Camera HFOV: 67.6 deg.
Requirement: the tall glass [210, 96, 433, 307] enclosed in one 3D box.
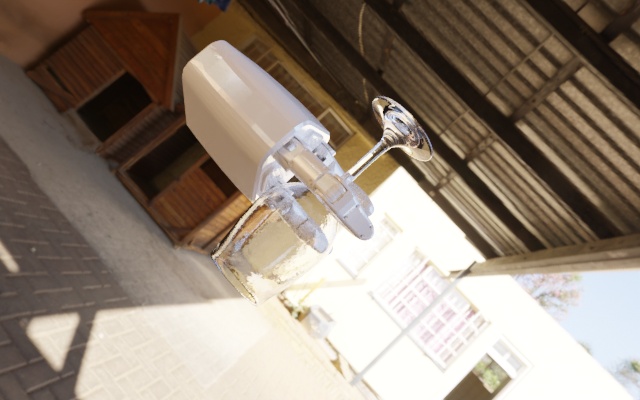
[{"bbox_3d":[0.001,0.001,0.417,0.201,0.079,0.079,-42,6,-7],"label":"tall glass"}]
